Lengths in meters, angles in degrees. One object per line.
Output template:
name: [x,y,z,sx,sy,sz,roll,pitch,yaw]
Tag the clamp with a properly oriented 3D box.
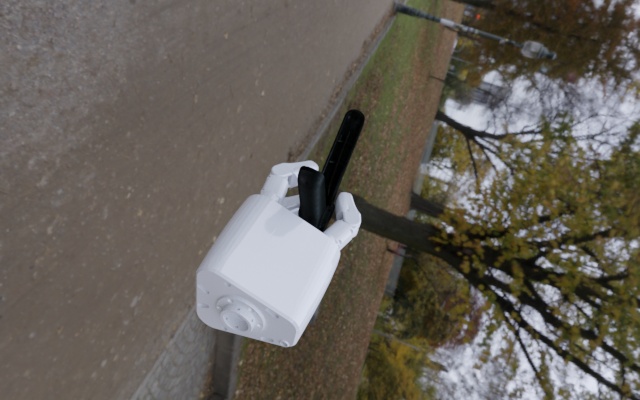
clamp: [0.001,0.003,0.563,0.036,0.210,0.164,23,43,10]
